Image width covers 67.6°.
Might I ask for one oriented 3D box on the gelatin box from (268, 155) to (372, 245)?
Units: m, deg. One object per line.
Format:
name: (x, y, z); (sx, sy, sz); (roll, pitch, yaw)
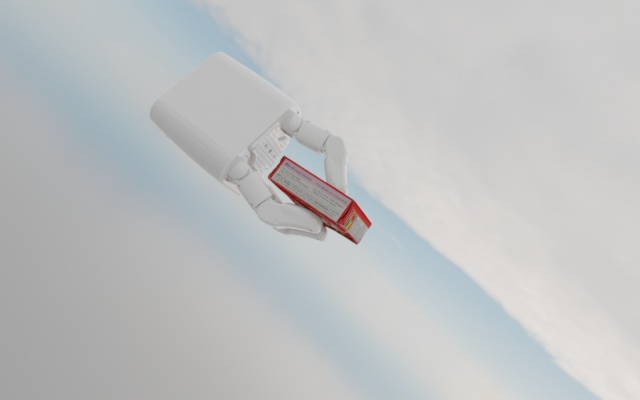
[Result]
gelatin box: (0.001, 0.001, 0.461); (0.089, 0.030, 0.073); (33, -7, 26)
